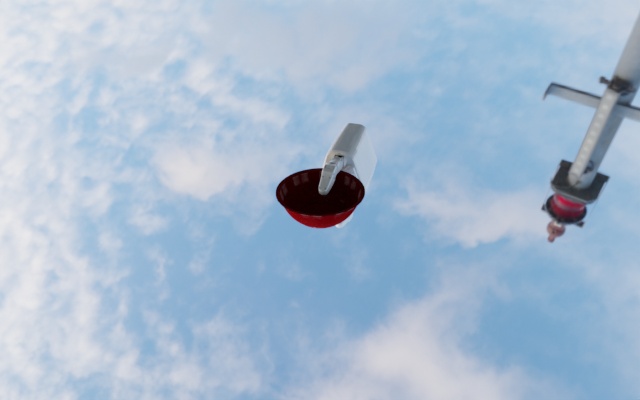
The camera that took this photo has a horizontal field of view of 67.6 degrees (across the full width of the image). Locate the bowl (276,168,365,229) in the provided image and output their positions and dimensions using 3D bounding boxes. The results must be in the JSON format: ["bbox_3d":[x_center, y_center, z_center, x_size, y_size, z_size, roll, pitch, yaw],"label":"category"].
[{"bbox_3d":[-0.001,0.004,0.874,0.162,0.055,0.162,-1,33,0],"label":"bowl"}]
